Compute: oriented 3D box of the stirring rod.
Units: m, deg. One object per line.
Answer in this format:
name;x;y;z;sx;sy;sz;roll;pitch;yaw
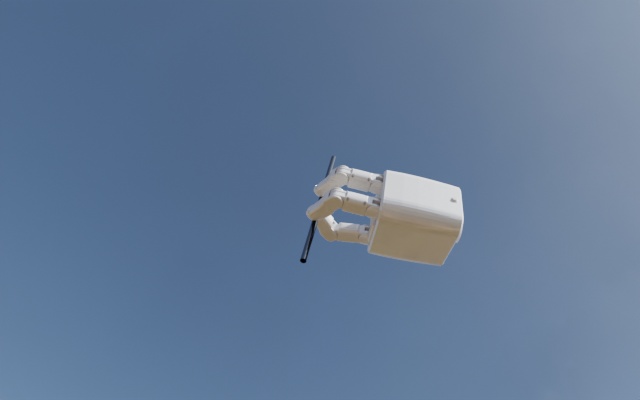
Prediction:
stirring rod;0.000;0.002;0.669;0.011;0.011;0.239;0;36;12
